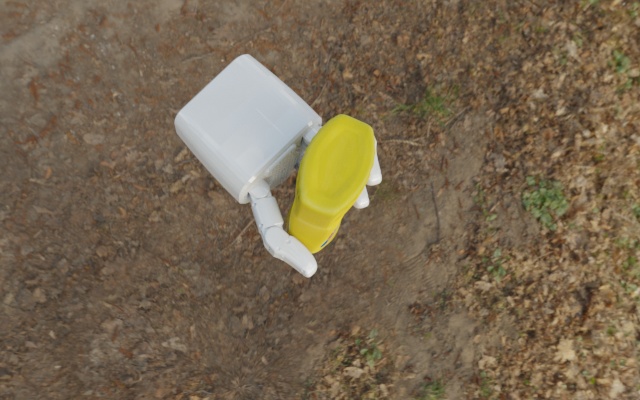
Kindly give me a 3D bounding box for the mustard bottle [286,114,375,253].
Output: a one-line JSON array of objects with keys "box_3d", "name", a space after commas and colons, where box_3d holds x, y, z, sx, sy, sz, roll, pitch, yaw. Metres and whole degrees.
[{"box_3d": [0.000, 0.002, 0.477, 0.058, 0.096, 0.192, 22, -23, -1], "name": "mustard bottle"}]
